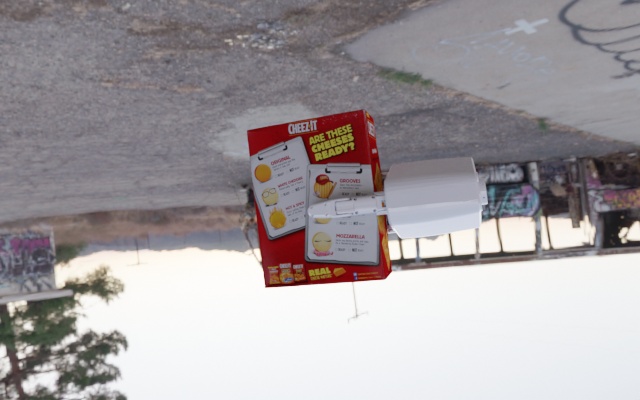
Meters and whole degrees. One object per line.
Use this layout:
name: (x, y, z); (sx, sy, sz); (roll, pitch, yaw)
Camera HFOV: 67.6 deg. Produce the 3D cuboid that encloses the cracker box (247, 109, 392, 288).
cracker box: (0.000, 0.002, 0.637); (0.164, 0.213, 0.072); (-7, -2, 16)
